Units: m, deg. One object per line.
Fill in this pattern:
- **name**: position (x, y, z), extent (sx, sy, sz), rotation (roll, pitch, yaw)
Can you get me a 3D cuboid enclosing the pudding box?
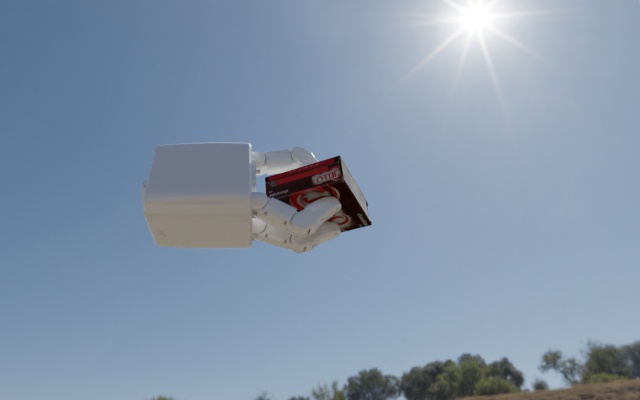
- **pudding box**: position (0.000, 0.002, 0.546), extent (0.090, 0.039, 0.113), rotation (-15, -30, 16)
